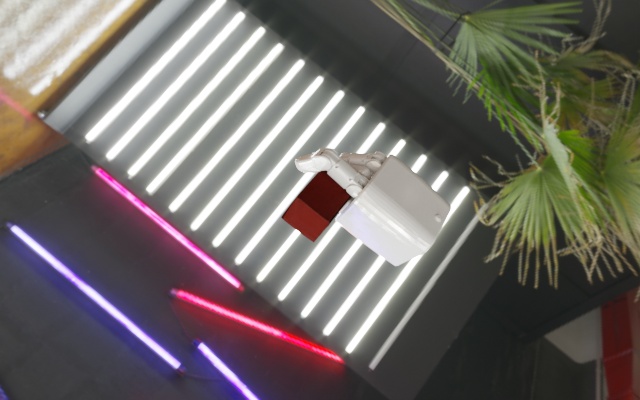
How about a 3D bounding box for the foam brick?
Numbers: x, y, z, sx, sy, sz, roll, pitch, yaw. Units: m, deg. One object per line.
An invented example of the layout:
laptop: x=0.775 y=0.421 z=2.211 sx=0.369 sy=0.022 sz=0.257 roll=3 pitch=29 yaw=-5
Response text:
foam brick: x=0.000 y=0.002 z=0.589 sx=0.078 sy=0.051 sz=0.053 roll=-50 pitch=0 yaw=-40
